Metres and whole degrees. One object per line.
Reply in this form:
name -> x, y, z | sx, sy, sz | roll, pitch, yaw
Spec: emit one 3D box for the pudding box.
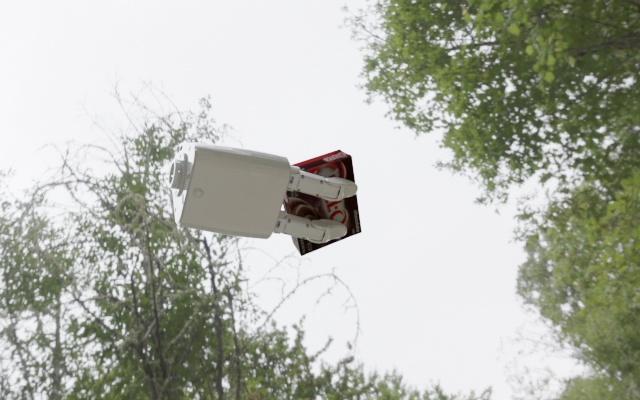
pudding box -> 0.000, 0.002, 0.598 | 0.090, 0.114, 0.039 | -20, 31, -18
